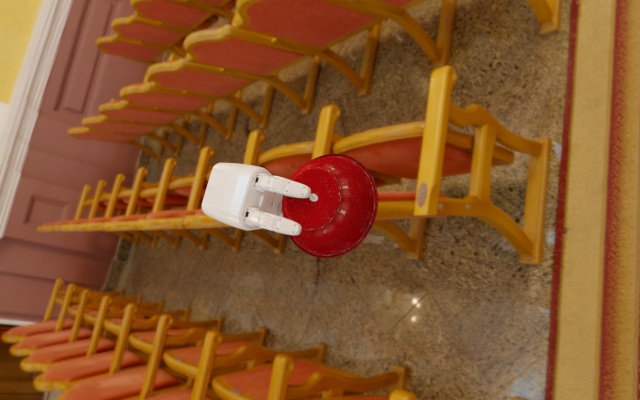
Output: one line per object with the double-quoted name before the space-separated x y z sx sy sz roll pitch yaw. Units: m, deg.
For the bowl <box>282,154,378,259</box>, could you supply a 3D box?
"bowl" 0.001 0.002 0.700 0.162 0.162 0.055 0 -11 28
